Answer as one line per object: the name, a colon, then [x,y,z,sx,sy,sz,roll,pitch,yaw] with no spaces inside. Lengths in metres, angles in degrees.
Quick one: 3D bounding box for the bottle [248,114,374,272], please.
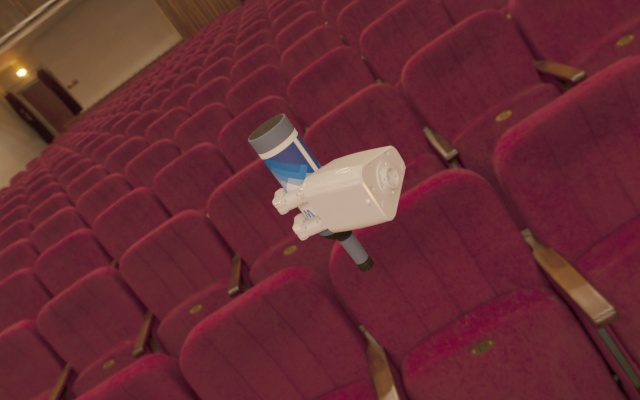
bottle: [0.000,0.002,0.755,0.069,0.296,0.069,-29,24,15]
